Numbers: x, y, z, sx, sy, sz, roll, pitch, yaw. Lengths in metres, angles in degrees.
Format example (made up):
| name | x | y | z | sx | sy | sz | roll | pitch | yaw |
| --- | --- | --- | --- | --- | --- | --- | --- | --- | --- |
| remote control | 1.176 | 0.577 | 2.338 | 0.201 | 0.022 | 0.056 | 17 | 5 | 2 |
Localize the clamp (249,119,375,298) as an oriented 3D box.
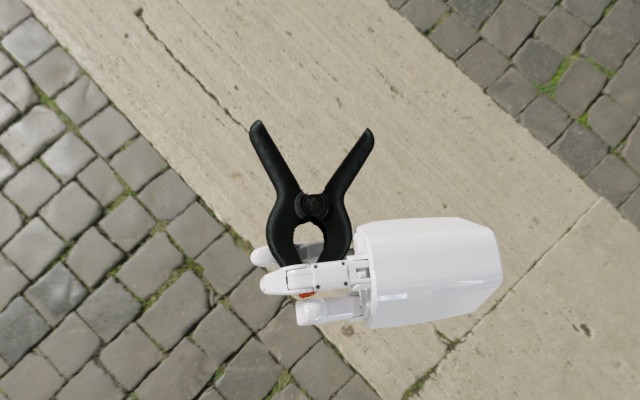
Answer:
| name | x | y | z | sx | sy | sz | roll | pitch | yaw |
| --- | --- | --- | --- | --- | --- | --- | --- | --- | --- |
| clamp | 0.000 | 0.001 | 0.444 | 0.120 | 0.171 | 0.039 | -6 | -12 | -2 |
